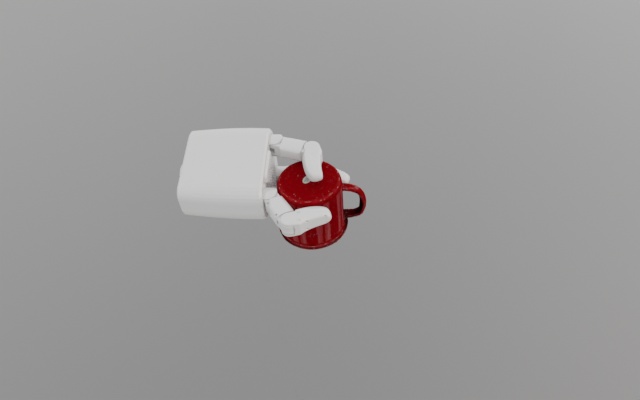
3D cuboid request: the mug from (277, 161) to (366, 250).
[{"bbox_3d":[0.002,0.002,0.612,0.117,0.093,0.082,-1,-43,4],"label":"mug"}]
